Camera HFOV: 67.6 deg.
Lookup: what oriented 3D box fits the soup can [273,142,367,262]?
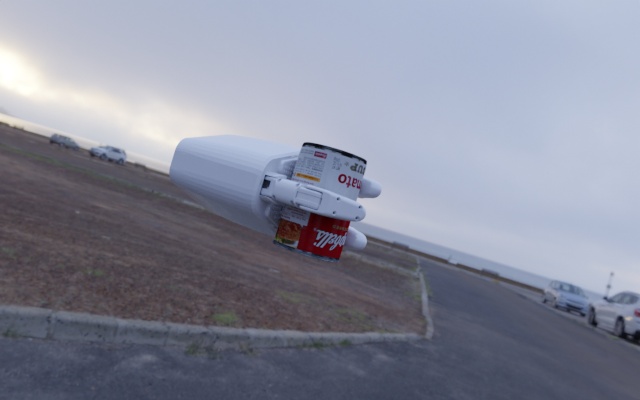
[{"bbox_3d":[0.001,0.001,0.465,0.068,0.102,0.068,16,0,0],"label":"soup can"}]
